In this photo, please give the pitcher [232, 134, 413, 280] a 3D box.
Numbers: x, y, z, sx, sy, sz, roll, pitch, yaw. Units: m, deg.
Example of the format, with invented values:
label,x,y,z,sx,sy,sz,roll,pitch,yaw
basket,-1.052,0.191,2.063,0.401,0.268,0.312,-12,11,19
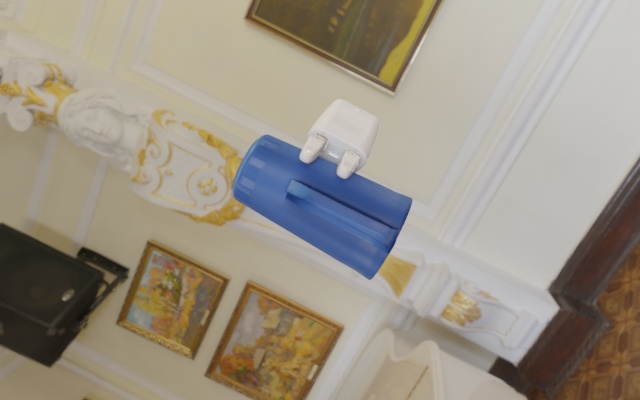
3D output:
label,x,y,z,sx,sy,sz,roll,pitch,yaw
pitcher,0.000,0.002,0.685,0.243,0.149,0.145,27,46,2
